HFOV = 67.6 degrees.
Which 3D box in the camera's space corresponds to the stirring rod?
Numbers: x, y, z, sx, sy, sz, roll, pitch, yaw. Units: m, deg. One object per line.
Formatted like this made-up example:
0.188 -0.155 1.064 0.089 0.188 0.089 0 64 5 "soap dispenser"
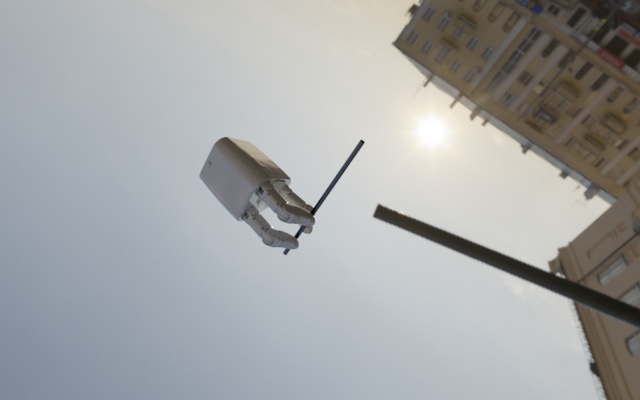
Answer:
0.000 0.002 0.728 0.011 0.240 0.011 24 32 -17 "stirring rod"
